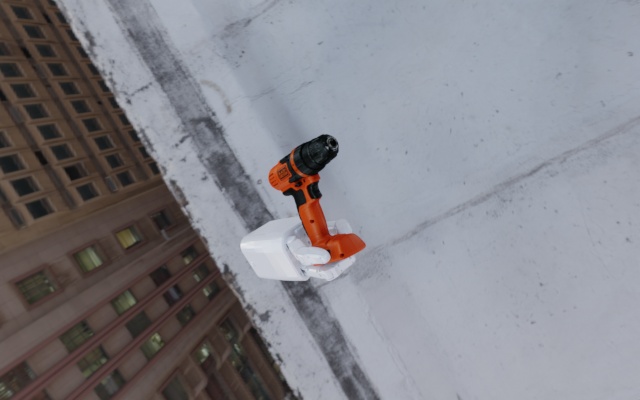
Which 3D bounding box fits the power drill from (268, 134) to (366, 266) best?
[{"bbox_3d":[0.000,0.003,0.750,0.057,0.187,0.184,-22,-2,-32],"label":"power drill"}]
